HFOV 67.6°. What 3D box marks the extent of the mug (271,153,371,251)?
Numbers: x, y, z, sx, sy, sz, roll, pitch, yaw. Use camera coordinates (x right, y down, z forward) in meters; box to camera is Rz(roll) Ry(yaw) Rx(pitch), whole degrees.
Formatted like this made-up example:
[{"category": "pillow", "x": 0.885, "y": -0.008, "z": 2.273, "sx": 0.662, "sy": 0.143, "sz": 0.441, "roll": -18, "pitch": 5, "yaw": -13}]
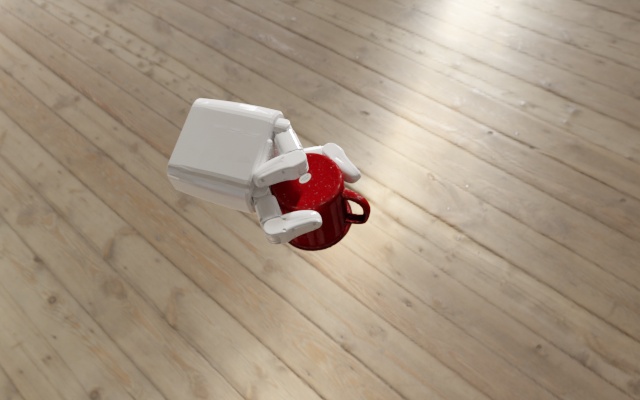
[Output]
[{"category": "mug", "x": 0.001, "y": 0.002, "z": 0.549, "sx": 0.117, "sy": 0.093, "sz": 0.082, "roll": 13, "pitch": -31, "yaw": 16}]
